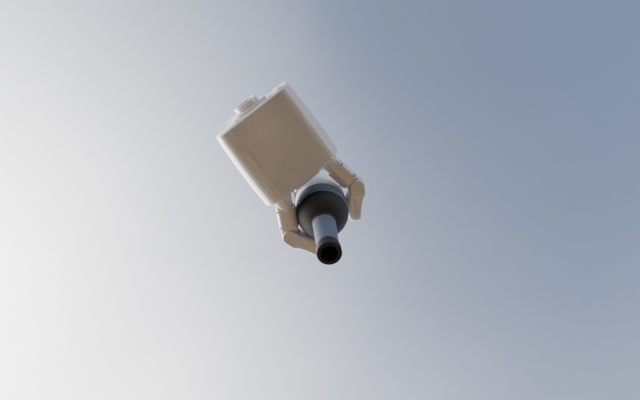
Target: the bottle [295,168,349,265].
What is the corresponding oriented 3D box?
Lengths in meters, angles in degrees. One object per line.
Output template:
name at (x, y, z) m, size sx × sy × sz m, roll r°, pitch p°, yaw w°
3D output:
bottle at (0.000, 0.002, 0.635) m, size 0.069 × 0.069 × 0.295 m, roll 0°, pitch 21°, yaw -4°
